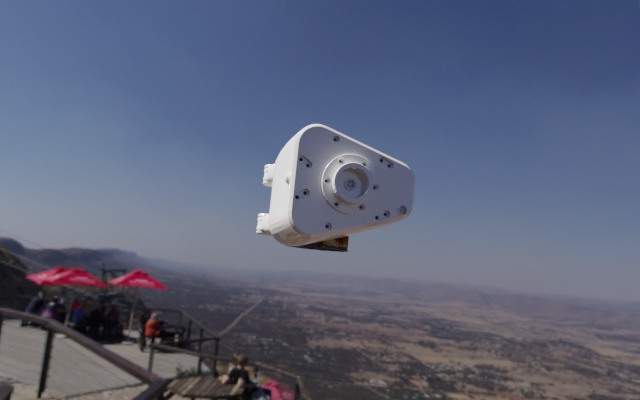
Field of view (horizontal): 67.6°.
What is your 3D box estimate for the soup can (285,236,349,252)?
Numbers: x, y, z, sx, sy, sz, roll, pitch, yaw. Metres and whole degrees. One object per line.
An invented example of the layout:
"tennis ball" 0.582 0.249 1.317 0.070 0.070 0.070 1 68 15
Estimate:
"soup can" 0.000 0.001 0.517 0.068 0.102 0.068 5 -8 1
